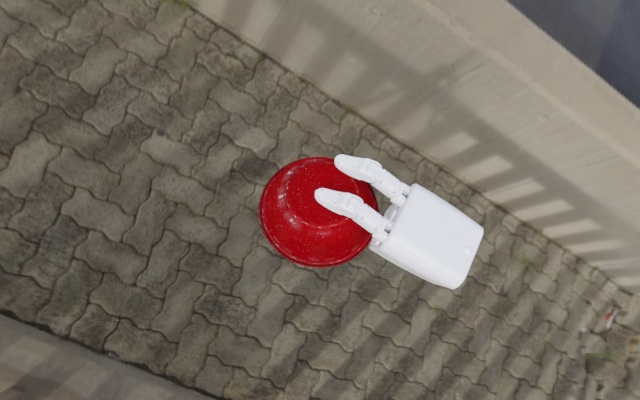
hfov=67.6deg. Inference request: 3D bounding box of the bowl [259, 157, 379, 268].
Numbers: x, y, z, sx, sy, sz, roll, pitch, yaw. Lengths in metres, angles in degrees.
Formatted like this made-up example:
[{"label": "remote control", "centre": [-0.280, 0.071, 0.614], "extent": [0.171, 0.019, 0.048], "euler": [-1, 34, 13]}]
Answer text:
[{"label": "bowl", "centre": [-0.001, 0.002, 0.617], "extent": [0.162, 0.162, 0.055], "euler": [0, -24, -4]}]
